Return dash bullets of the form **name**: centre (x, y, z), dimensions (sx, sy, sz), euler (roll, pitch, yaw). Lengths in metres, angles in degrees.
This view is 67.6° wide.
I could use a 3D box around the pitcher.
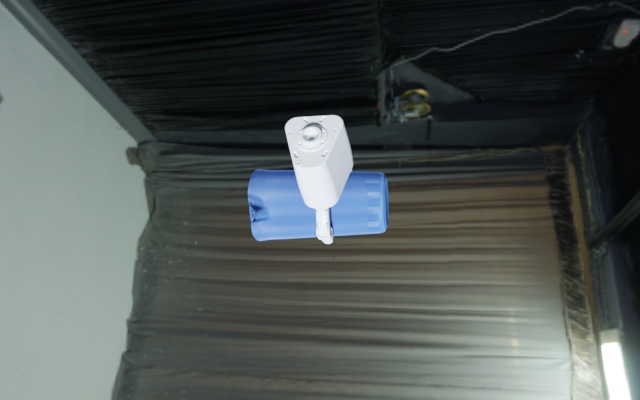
- **pitcher**: centre (0.000, 0.003, 0.875), dimensions (0.243, 0.149, 0.145), euler (-1, -33, 11)
